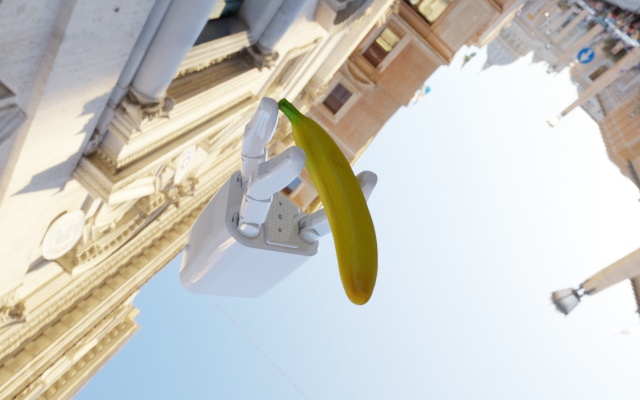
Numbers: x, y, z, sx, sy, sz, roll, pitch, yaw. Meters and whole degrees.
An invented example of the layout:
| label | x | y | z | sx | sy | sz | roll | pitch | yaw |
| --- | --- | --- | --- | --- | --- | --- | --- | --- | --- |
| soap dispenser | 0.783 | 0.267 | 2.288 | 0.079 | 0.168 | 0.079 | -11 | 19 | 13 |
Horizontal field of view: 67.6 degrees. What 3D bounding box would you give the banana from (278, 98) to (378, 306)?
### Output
| label | x | y | z | sx | sy | sz | roll | pitch | yaw |
| --- | --- | --- | --- | --- | --- | --- | --- | --- | --- |
| banana | 0.012 | 0.000 | 0.416 | 0.069 | 0.197 | 0.037 | 7 | -39 | -47 |
